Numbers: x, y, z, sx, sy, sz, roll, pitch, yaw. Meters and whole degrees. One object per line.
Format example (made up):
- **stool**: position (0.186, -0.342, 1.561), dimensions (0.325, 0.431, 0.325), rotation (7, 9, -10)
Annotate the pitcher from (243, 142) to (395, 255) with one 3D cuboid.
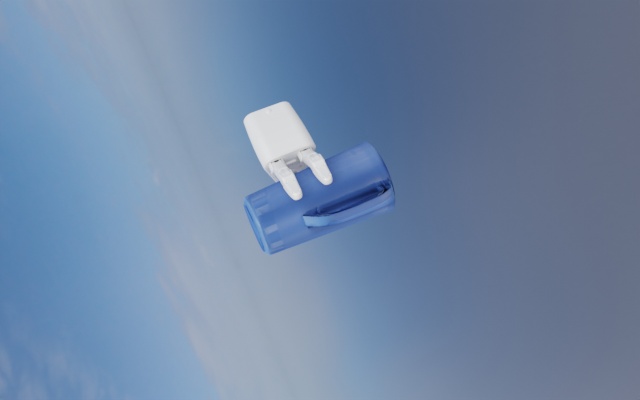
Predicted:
- **pitcher**: position (0.000, 0.003, 0.817), dimensions (0.243, 0.145, 0.149), rotation (-23, -21, -12)
